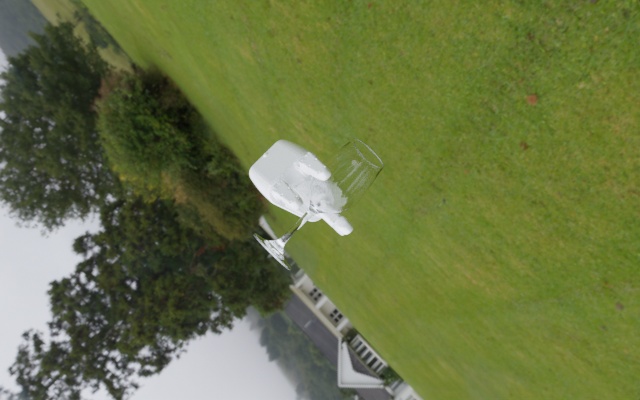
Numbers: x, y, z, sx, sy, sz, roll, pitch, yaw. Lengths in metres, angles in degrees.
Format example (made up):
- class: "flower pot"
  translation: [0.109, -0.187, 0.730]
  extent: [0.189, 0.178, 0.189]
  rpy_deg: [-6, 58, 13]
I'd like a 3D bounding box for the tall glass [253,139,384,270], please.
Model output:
- class: "tall glass"
  translation: [0.000, 0.003, 0.687]
  extent: [0.079, 0.201, 0.079]
  rpy_deg: [44, -4, 4]
